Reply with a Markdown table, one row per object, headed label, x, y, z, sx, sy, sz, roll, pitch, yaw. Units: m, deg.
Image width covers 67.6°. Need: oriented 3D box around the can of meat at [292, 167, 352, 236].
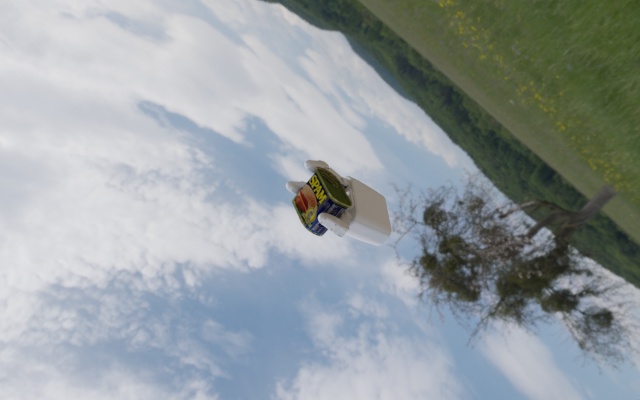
| label | x | y | z | sx | sy | sz | roll | pitch | yaw |
| --- | --- | --- | --- | --- | --- | --- | --- | --- | --- |
| can of meat | 0.000 | 0.003 | 0.878 | 0.057 | 0.084 | 0.102 | 23 | 28 | -38 |
